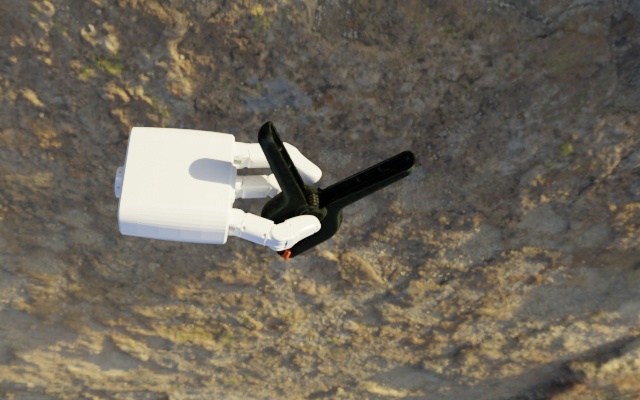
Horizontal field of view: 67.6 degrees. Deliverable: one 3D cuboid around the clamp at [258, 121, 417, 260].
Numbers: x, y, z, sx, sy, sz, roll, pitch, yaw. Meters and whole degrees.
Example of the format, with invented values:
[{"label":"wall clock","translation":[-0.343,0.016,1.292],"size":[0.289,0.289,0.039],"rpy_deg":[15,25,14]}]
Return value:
[{"label":"clamp","translation":[0.000,0.003,0.529],"size":[0.164,0.036,0.210],"rpy_deg":[6,-39,-13]}]
